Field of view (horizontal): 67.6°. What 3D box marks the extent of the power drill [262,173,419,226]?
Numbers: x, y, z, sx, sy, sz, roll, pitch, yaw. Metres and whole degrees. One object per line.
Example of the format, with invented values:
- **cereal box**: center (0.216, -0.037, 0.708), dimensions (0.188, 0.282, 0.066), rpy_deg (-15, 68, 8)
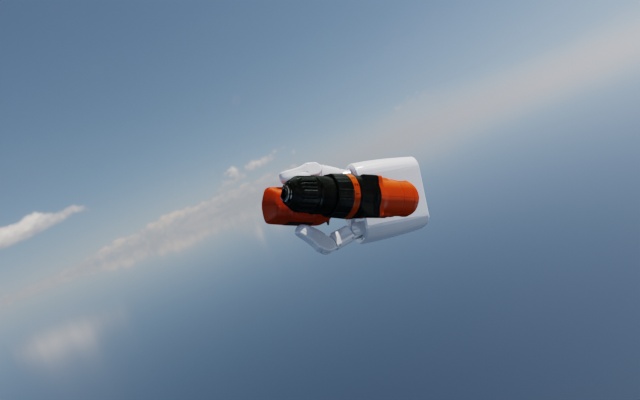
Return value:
- **power drill**: center (0.000, 0.002, 0.603), dimensions (0.184, 0.057, 0.187), rpy_deg (4, -6, -34)
